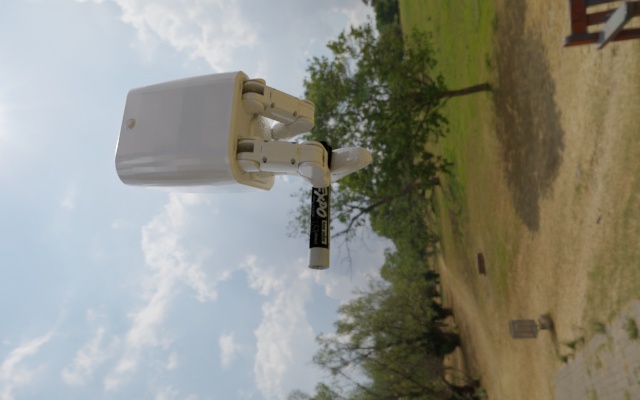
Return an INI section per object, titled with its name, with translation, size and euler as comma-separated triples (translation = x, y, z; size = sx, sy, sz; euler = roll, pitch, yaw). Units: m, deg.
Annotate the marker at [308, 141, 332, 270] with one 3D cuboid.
[marker]
translation = 0.000, 0.001, 0.431
size = 0.020, 0.121, 0.020
euler = 2, -22, 1
